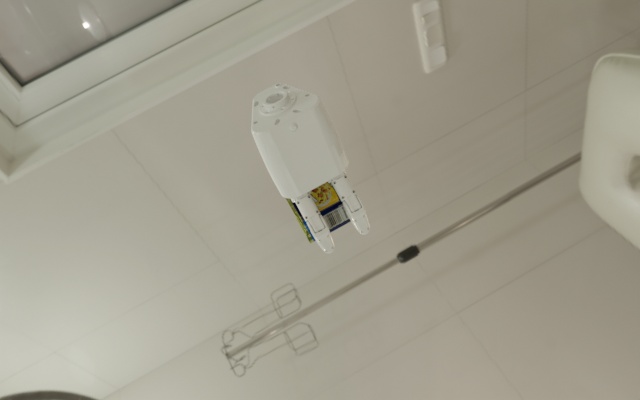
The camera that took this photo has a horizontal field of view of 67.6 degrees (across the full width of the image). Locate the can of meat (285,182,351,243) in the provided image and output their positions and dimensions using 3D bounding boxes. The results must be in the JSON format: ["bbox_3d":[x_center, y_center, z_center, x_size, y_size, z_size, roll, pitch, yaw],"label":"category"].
[{"bbox_3d":[0.000,0.002,0.684,0.084,0.057,0.102,-28,43,-4],"label":"can of meat"}]
